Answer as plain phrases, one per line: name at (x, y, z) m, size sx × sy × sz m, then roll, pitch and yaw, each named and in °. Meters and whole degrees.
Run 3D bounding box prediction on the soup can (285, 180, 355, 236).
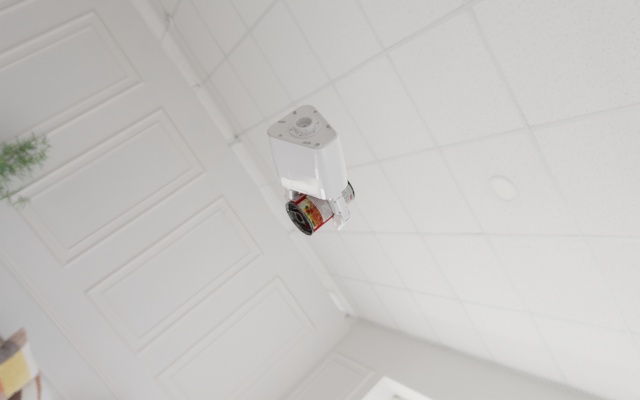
soup can at (0.000, 0.003, 0.812) m, size 0.102 × 0.068 × 0.068 m, roll -38°, pitch 17°, yaw -23°
